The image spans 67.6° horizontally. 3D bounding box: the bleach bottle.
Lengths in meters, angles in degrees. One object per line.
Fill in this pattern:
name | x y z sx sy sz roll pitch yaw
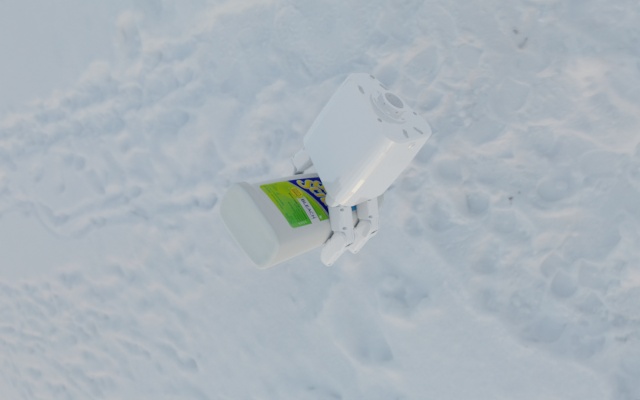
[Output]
bleach bottle | 0.000 0.002 0.617 0.251 0.102 0.068 -20 -25 -46
